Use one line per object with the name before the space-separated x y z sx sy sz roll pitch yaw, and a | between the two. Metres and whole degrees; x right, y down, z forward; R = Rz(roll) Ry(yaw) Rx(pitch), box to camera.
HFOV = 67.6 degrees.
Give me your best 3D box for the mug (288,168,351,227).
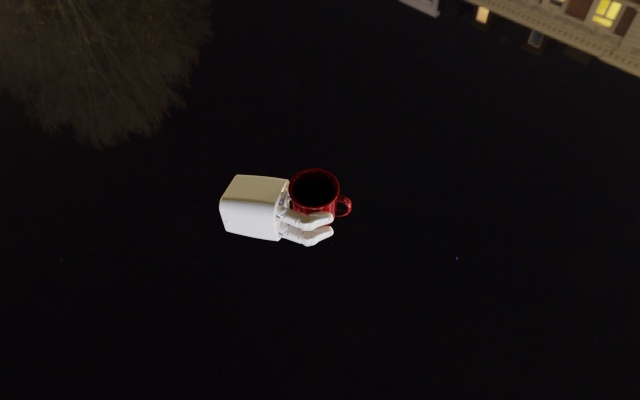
mug | 0.002 0.003 0.892 0.117 0.093 0.082 10 -35 8
